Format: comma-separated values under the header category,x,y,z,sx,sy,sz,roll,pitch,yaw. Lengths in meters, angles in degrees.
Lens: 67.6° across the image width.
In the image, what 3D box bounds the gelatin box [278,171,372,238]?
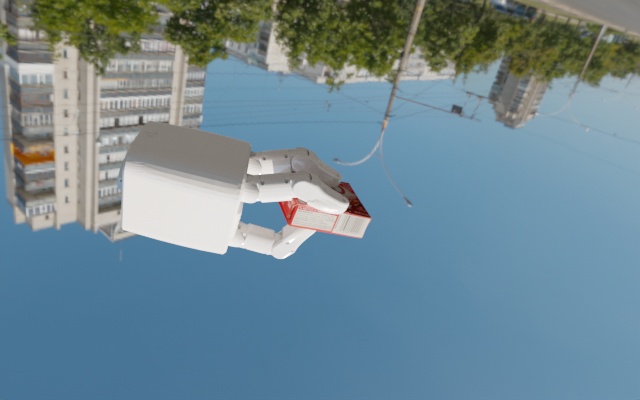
category,x,y,z,sx,sy,sz,roll,pitch,yaw
gelatin box,0.000,0.002,0.506,0.089,0.030,0.073,12,27,-25
